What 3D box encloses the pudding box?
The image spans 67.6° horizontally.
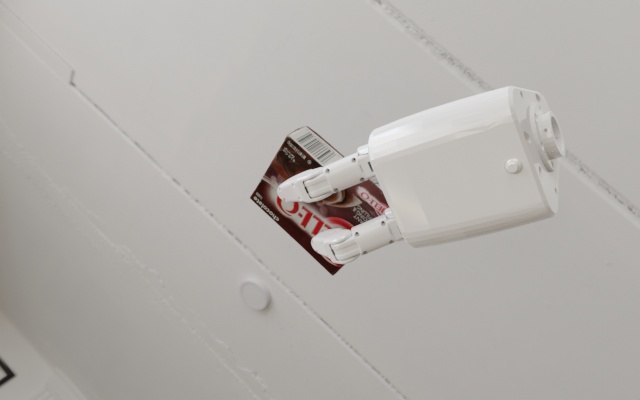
[{"bbox_3d":[0.000,0.001,0.436,0.039,0.113,0.090,-38,-11,-49],"label":"pudding box"}]
